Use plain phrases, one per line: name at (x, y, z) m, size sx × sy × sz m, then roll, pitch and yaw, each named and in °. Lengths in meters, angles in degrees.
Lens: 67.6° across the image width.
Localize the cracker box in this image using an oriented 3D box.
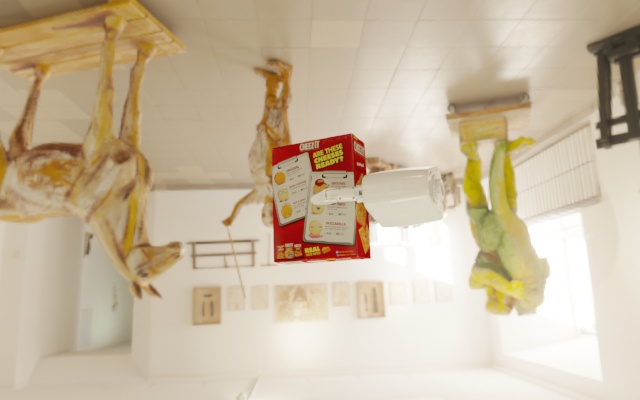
cracker box at (0.000, 0.003, 0.856) m, size 0.164 × 0.213 × 0.072 m, roll -7°, pitch -13°, yaw 25°
